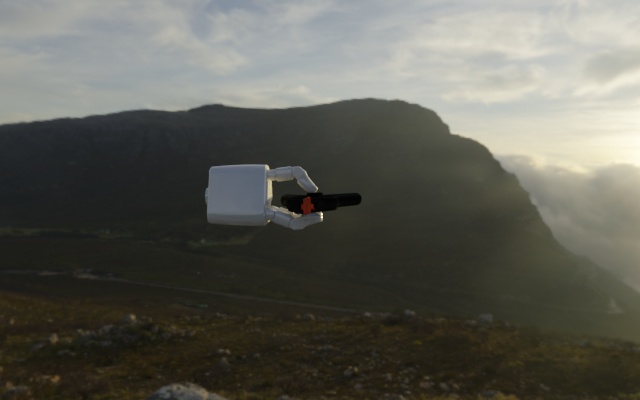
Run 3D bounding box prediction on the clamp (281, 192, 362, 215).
[{"bbox_3d":[0.000,0.002,0.886,0.164,0.036,0.210,-3,3,0],"label":"clamp"}]
